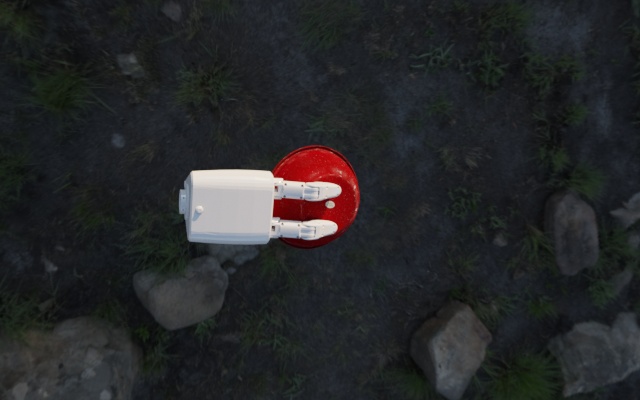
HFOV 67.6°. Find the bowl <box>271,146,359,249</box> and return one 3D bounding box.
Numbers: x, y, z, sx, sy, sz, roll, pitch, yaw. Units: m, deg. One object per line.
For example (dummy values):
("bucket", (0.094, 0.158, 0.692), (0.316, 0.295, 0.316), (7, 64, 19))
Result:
("bowl", (0.001, 0.002, 0.707), (0.162, 0.162, 0.055), (0, 12, -28))
